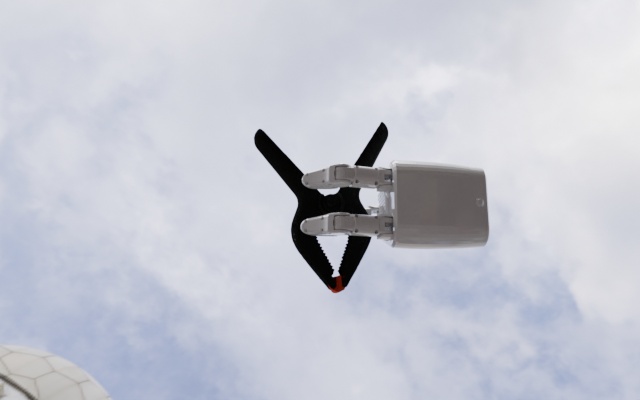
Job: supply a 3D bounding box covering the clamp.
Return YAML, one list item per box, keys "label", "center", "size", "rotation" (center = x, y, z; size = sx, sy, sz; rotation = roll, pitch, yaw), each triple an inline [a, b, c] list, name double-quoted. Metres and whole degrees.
- label: "clamp"
  center: [0.000, 0.003, 0.564]
  size: [0.164, 0.210, 0.036]
  rotation: [2, -15, -3]
